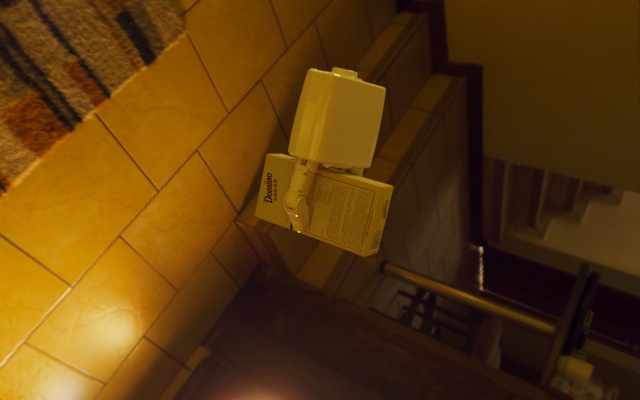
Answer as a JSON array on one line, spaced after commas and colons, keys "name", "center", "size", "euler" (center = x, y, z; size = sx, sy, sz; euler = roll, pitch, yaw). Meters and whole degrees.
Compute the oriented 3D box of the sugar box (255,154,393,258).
[{"name": "sugar box", "center": [0.001, 0.002, 0.633], "size": [0.176, 0.093, 0.048], "euler": [20, 14, 30]}]
